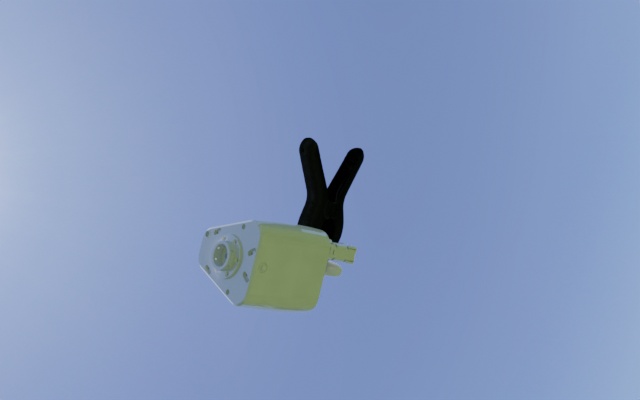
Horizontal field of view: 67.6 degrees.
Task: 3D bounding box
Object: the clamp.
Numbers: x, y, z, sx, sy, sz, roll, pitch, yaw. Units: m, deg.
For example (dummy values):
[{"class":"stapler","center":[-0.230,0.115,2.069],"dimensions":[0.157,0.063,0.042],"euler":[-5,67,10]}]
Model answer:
[{"class":"clamp","center":[0.000,0.002,0.609],"dimensions":[0.039,0.171,0.120],"euler":[11,-4,43]}]
